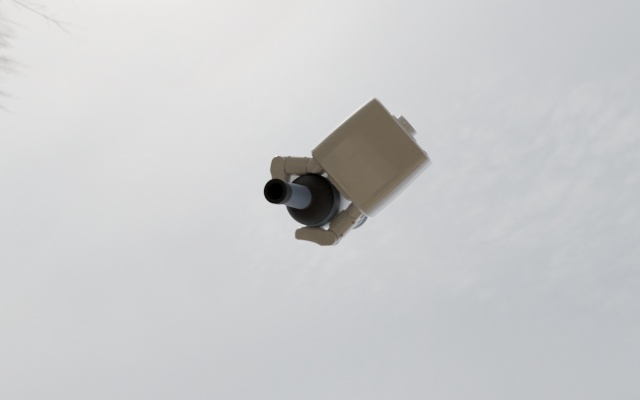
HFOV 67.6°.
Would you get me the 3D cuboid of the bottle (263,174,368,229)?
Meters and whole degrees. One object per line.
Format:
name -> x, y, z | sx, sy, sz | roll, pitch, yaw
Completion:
bottle -> 0.000, 0.002, 0.636 | 0.069, 0.069, 0.296 | 0, -5, 19
